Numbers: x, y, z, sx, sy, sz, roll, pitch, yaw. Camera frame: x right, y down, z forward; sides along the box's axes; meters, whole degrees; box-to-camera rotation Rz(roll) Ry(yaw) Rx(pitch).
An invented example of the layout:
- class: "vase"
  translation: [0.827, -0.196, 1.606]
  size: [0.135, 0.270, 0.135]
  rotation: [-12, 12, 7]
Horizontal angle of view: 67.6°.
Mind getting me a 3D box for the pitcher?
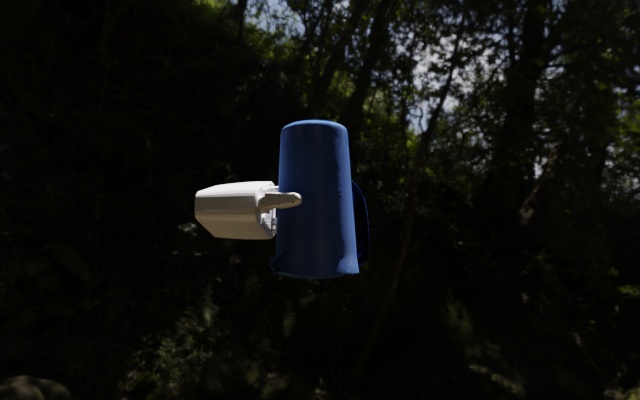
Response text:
- class: "pitcher"
  translation: [0.000, 0.003, 0.767]
  size: [0.145, 0.243, 0.149]
  rotation: [-2, -6, 10]
